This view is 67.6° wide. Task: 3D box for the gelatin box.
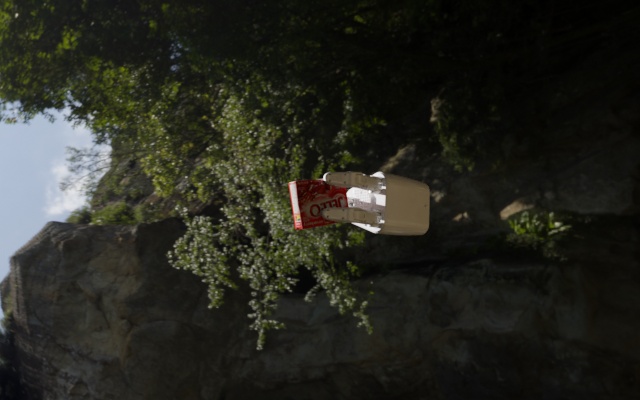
[{"bbox_3d":[0.000,0.002,0.738,0.089,0.073,0.030,-8,0,-29],"label":"gelatin box"}]
